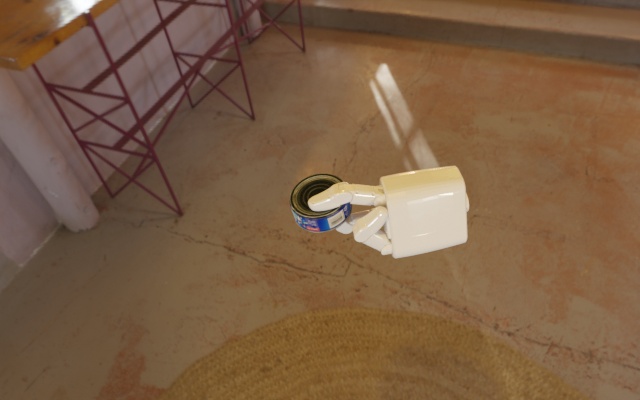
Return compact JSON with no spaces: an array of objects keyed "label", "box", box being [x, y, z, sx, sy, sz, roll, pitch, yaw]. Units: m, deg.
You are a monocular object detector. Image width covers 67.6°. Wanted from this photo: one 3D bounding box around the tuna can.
[{"label":"tuna can","box":[0.000,0.002,0.673,0.086,0.086,0.034,0,-41,14]}]
